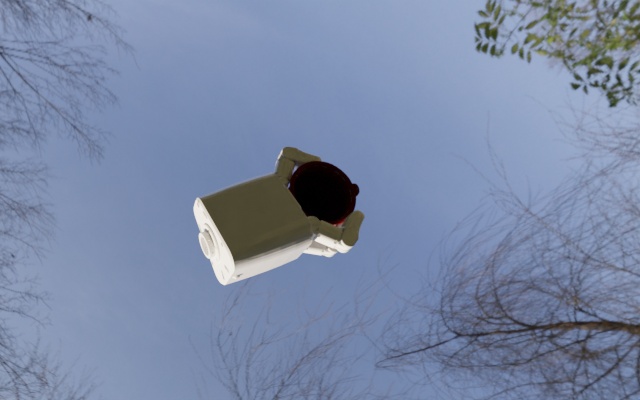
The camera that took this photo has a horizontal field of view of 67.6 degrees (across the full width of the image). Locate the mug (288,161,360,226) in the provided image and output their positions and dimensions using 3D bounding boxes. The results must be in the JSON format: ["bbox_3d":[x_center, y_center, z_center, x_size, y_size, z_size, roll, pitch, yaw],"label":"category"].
[{"bbox_3d":[0.001,0.002,0.660,0.117,0.093,0.081,-19,-16,-29],"label":"mug"}]
